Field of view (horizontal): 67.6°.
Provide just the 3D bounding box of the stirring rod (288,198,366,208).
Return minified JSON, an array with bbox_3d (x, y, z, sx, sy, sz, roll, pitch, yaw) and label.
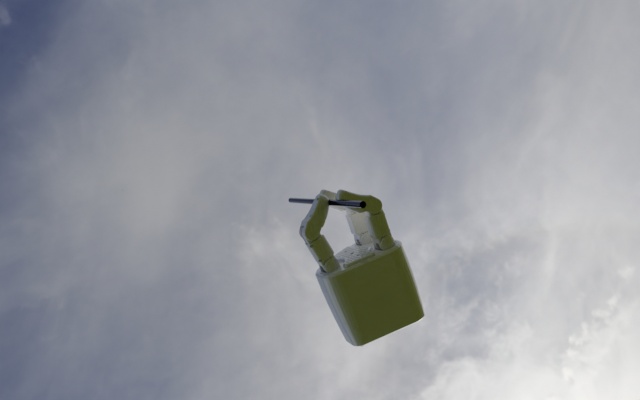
[{"bbox_3d":[0.000,0.002,0.629,0.011,0.011,0.239,0,1,-22],"label":"stirring rod"}]
